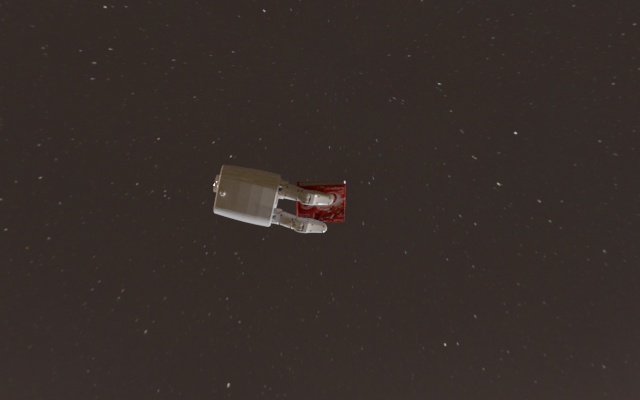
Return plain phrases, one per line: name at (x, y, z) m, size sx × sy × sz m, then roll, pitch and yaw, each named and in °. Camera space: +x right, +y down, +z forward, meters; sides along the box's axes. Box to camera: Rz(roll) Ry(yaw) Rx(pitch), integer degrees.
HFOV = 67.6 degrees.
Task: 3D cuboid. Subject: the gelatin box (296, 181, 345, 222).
gelatin box at (0.000, 0.003, 0.882) m, size 0.089 × 0.073 × 0.030 m, roll -1°, pitch 18°, yaw -7°
